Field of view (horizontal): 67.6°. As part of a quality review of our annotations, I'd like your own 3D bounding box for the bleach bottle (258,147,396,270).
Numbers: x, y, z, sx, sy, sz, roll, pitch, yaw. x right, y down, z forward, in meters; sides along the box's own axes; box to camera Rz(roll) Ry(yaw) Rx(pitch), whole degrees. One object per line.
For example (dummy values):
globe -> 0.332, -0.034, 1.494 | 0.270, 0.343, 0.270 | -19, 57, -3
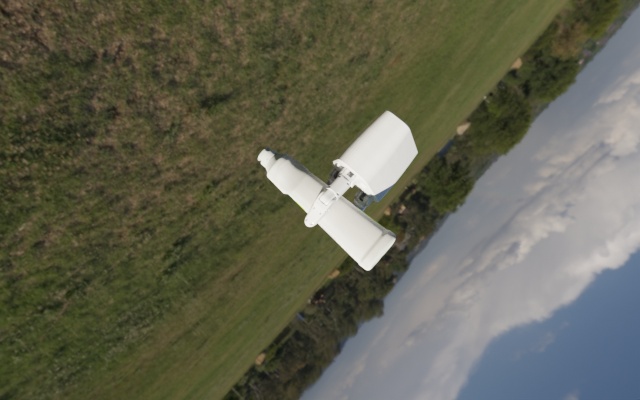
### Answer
bleach bottle -> 0.000, 0.003, 0.744 | 0.251, 0.068, 0.102 | 41, -4, 11
